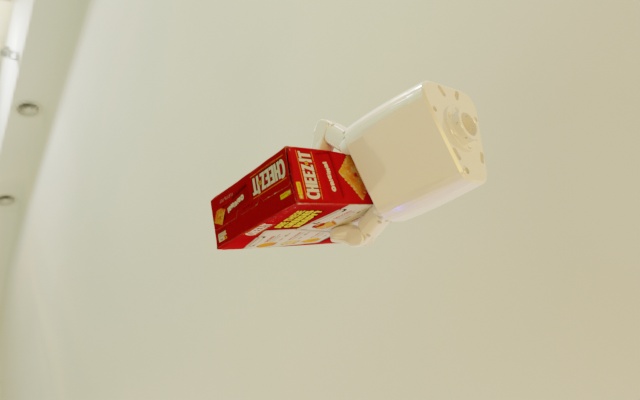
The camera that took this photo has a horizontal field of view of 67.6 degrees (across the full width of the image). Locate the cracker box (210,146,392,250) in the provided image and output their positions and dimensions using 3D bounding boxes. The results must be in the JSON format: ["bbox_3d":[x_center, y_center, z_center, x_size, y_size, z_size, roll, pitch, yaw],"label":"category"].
[{"bbox_3d":[0.000,0.002,0.584,0.214,0.072,0.164,2,-22,-42],"label":"cracker box"}]
